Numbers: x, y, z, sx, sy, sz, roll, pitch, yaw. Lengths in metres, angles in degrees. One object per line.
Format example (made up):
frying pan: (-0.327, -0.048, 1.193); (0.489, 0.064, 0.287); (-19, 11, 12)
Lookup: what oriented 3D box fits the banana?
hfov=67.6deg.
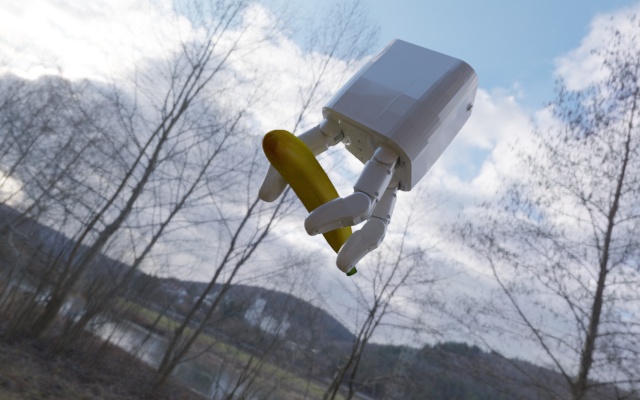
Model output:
banana: (-0.005, -0.008, 0.444); (0.037, 0.198, 0.069); (-31, 44, 2)
